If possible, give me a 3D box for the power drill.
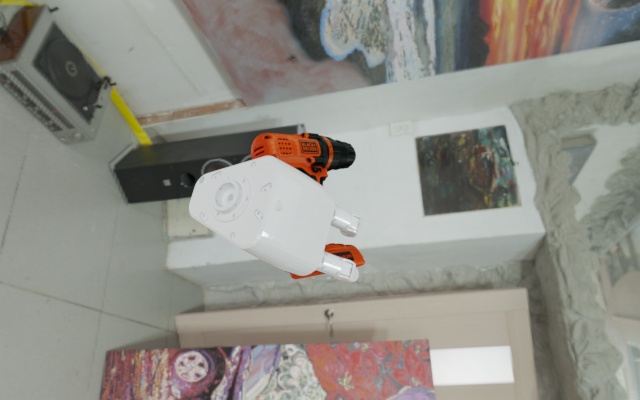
[{"bbox_3d":[0.000,0.002,0.630,0.057,0.187,0.184,-23,-13,41],"label":"power drill"}]
